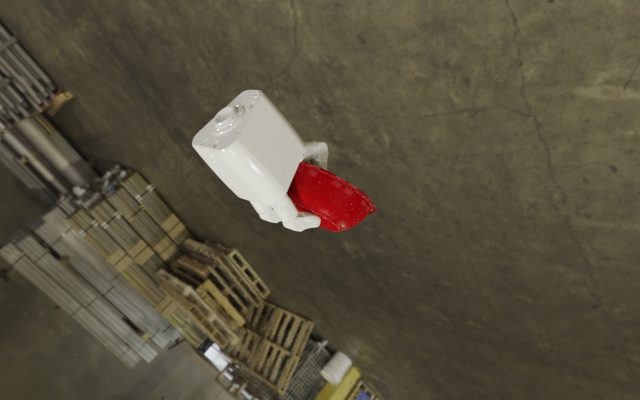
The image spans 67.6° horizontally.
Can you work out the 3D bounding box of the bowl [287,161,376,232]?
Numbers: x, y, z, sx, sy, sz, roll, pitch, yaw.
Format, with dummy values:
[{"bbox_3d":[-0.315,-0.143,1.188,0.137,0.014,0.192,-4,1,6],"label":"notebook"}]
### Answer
[{"bbox_3d":[0.001,0.003,0.726,0.162,0.055,0.162,26,-12,6],"label":"bowl"}]
